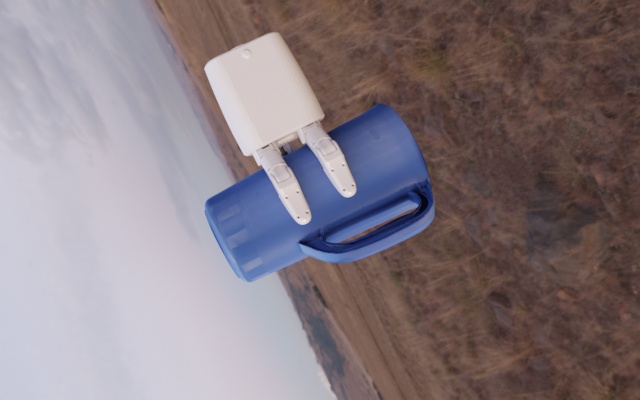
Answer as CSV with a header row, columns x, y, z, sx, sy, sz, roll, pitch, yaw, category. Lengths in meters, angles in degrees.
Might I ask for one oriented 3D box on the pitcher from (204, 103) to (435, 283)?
x,y,z,sx,sy,sz,roll,pitch,yaw,category
0.000,0.002,0.551,0.243,0.145,0.149,-27,4,-7,pitcher
